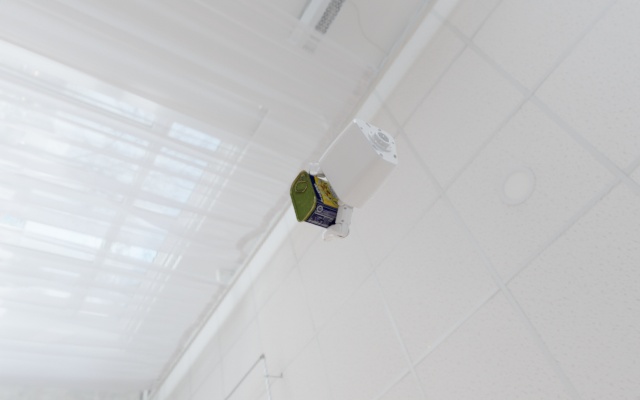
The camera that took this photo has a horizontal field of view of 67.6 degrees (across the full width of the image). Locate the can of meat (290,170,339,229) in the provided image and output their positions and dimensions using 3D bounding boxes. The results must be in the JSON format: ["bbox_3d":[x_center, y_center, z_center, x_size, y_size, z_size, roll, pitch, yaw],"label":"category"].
[{"bbox_3d":[0.000,0.003,0.855,0.084,0.057,0.102,19,33,-31],"label":"can of meat"}]
